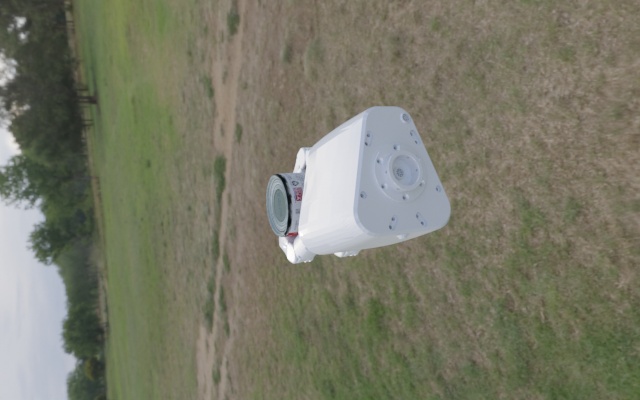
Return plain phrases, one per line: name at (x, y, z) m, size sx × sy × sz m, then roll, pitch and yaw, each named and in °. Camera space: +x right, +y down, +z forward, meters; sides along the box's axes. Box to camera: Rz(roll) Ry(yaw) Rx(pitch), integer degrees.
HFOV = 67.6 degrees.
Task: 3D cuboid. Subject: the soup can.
soup can at (0.000, 0.002, 0.517) m, size 0.102 × 0.068 × 0.068 m, roll -5°, pitch 2°, yaw -25°
